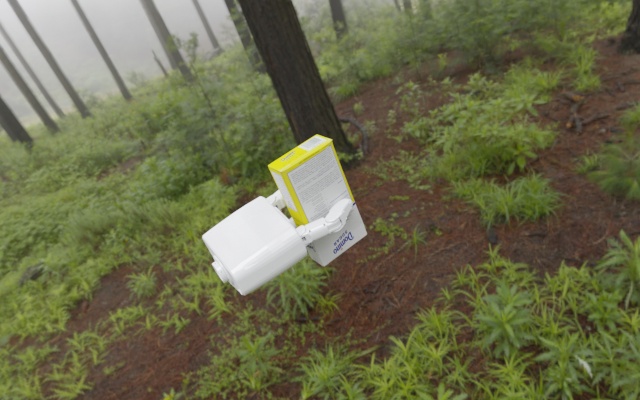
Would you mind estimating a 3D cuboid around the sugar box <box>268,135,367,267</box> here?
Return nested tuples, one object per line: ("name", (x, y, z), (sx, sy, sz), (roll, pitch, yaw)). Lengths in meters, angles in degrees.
("sugar box", (0.000, 0.002, 0.708), (0.093, 0.176, 0.048), (-34, 34, -20))
